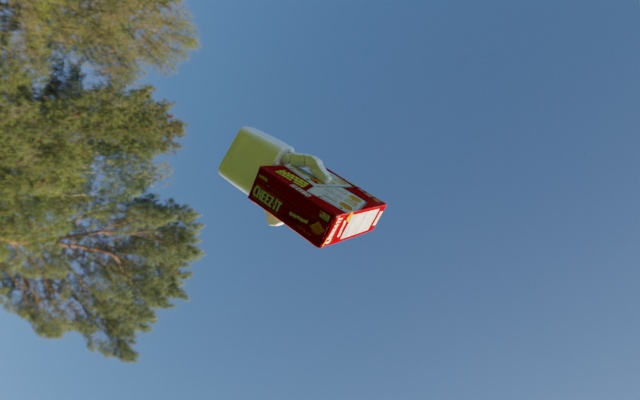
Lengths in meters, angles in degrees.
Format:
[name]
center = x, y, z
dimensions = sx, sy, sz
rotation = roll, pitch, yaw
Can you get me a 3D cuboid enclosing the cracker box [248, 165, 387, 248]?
[cracker box]
center = 0.000, 0.003, 0.856
dimensions = 0.164, 0.072, 0.213
rotation = 33, 19, 23
